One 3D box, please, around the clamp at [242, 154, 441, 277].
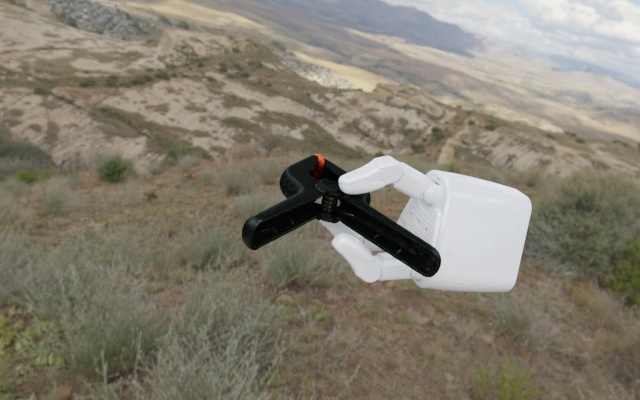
[{"bbox_3d":[0.000,0.001,0.454,0.164,0.036,0.210,9,23,-19],"label":"clamp"}]
